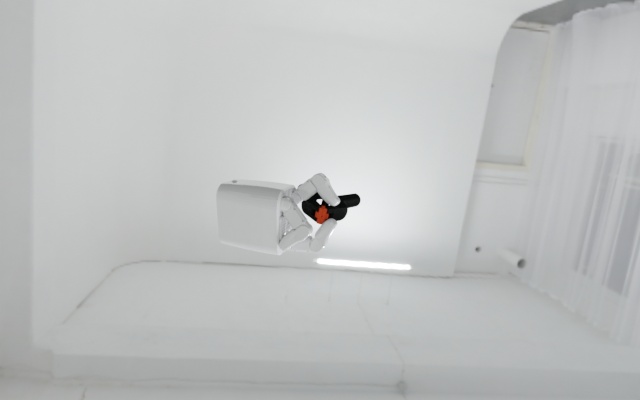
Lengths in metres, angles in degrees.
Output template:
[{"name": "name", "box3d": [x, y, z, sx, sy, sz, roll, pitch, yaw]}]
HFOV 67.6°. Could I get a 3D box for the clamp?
[{"name": "clamp", "box3d": [0.000, 0.003, 0.836, 0.120, 0.039, 0.171, 7, 11, 12]}]
